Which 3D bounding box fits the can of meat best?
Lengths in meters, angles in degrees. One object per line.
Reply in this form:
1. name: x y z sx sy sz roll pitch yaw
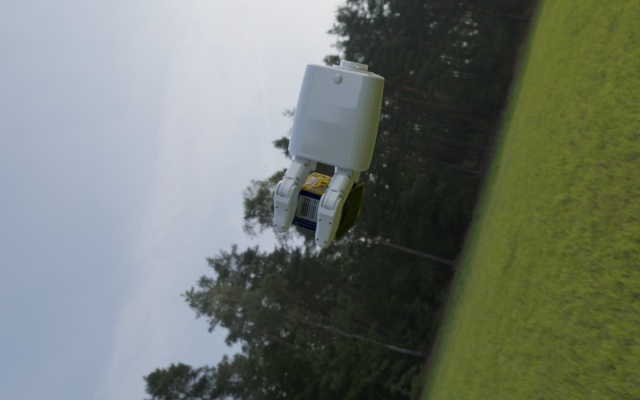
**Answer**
1. can of meat: 0.000 0.002 0.598 0.084 0.057 0.102 17 20 17
